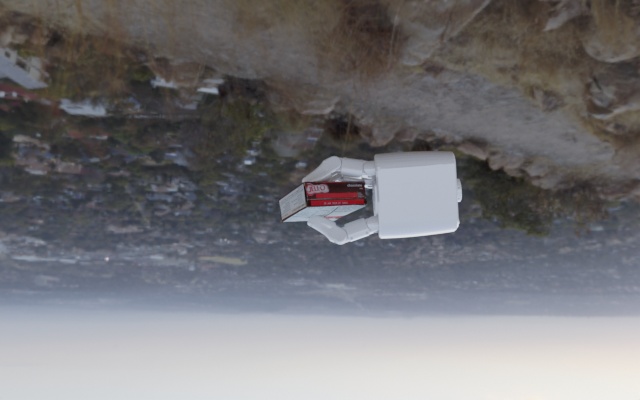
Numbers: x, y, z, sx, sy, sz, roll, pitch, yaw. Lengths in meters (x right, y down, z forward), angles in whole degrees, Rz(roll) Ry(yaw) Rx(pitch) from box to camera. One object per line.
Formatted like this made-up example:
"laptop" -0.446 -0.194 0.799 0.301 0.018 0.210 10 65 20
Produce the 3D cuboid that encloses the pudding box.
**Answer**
"pudding box" 0.000 0.002 0.668 0.090 0.039 0.113 0 -14 -23
